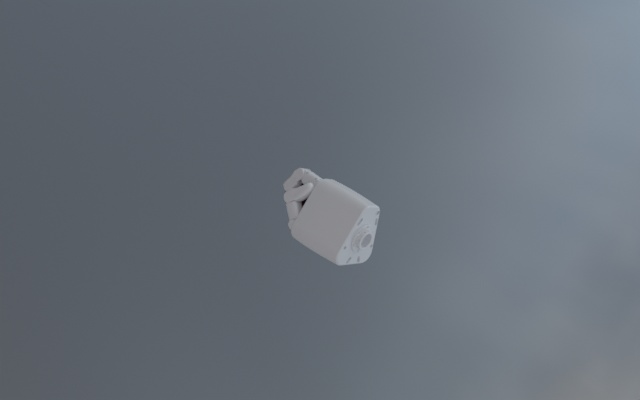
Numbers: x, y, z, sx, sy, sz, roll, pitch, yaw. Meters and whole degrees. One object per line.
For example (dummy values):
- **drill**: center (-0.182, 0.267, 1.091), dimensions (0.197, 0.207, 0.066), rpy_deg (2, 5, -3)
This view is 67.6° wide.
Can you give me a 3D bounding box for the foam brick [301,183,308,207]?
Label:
- **foam brick**: center (0.000, 0.003, 0.859), dimensions (0.051, 0.053, 0.078), rpy_deg (29, 17, 37)
